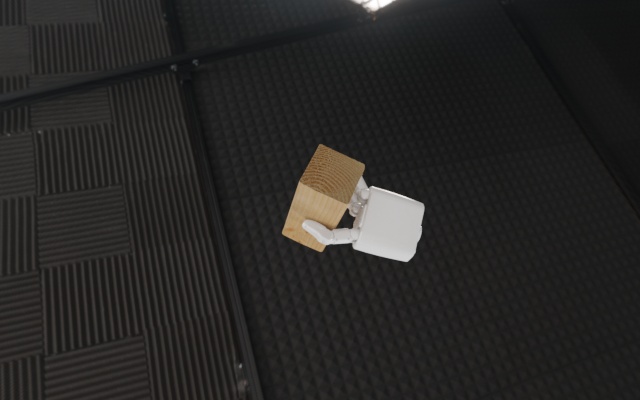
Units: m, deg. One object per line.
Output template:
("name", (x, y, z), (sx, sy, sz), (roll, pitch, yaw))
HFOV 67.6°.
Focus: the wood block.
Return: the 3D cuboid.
("wood block", (0.000, 0.003, 0.880), (0.090, 0.090, 0.206), (25, -31, 1))
